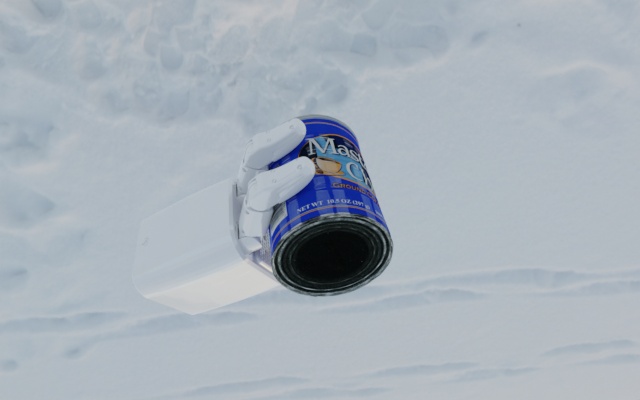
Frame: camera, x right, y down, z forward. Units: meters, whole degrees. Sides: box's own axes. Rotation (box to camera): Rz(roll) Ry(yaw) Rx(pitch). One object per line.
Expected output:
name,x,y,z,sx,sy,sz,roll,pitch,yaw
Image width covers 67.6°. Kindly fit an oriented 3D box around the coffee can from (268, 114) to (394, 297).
coffee can,0.000,0.001,0.442,0.103,0.103,0.140,0,43,-12
